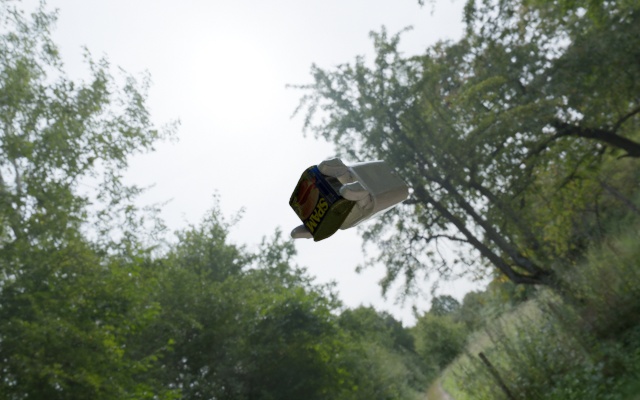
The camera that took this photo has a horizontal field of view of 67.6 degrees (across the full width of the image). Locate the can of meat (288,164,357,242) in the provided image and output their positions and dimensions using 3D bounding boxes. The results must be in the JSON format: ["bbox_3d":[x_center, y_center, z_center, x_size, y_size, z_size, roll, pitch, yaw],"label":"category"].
[{"bbox_3d":[0.000,0.002,0.775,0.057,0.084,0.102,-17,-31,-41],"label":"can of meat"}]
